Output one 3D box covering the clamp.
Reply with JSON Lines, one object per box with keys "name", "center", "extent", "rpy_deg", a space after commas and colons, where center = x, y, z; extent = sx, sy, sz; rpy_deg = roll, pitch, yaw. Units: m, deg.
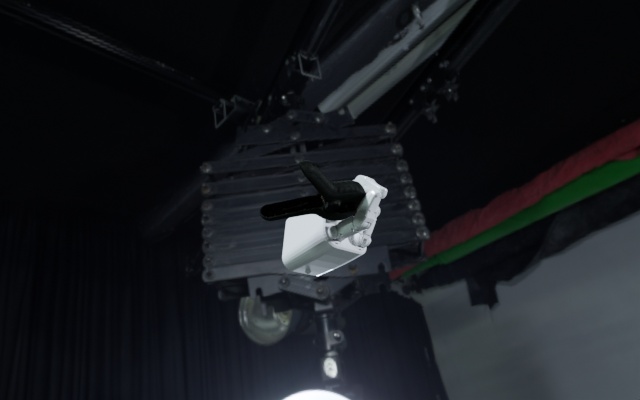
{"name": "clamp", "center": [0.000, 0.002, 0.689], "extent": [0.171, 0.039, 0.120], "rpy_deg": [19, -42, -42]}
